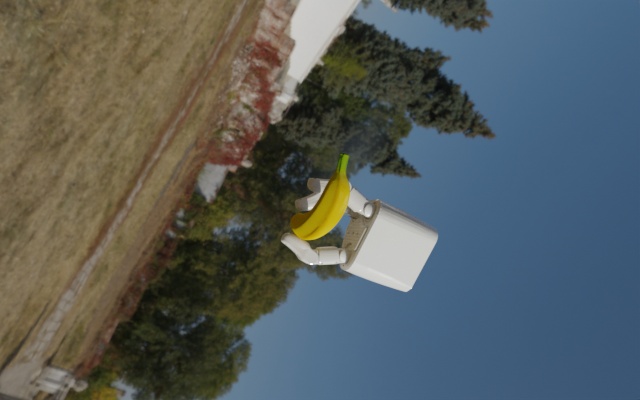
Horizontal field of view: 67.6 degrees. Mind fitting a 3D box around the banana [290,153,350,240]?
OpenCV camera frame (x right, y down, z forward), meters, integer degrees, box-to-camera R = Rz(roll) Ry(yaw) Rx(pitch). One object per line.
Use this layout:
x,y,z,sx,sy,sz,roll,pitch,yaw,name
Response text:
-0.002,0.016,0.631,0.037,0.069,0.198,21,-32,-14,banana
